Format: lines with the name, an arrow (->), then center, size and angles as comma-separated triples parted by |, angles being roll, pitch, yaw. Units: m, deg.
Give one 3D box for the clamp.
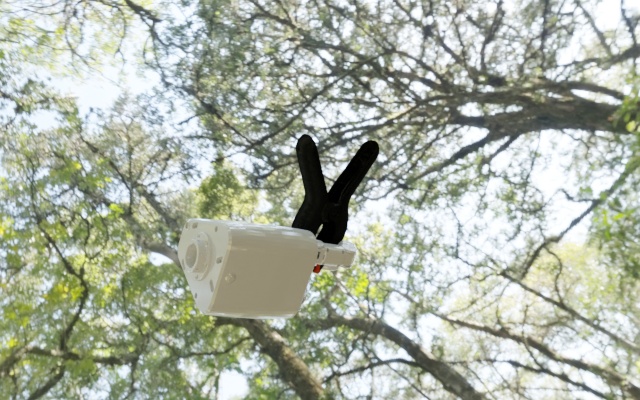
clamp -> 0.000, 0.002, 0.548 | 0.120, 0.171, 0.039 | 11, 11, -40
